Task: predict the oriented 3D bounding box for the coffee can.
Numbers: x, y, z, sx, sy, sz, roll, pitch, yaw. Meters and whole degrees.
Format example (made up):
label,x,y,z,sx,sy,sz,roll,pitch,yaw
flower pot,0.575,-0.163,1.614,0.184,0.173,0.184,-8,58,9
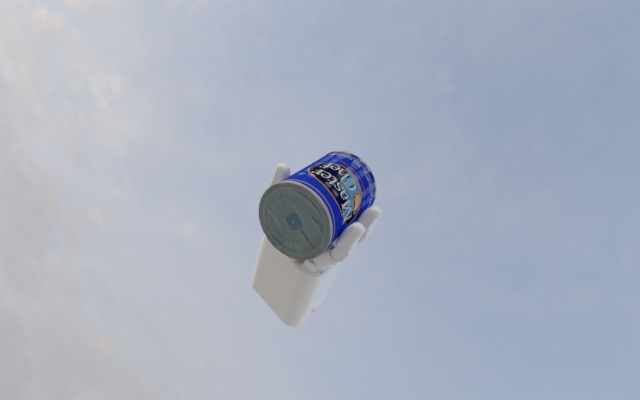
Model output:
label,x,y,z,sx,sy,sz,roll,pitch,yaw
coffee can,0.000,0.002,0.632,0.103,0.103,0.140,0,21,31
